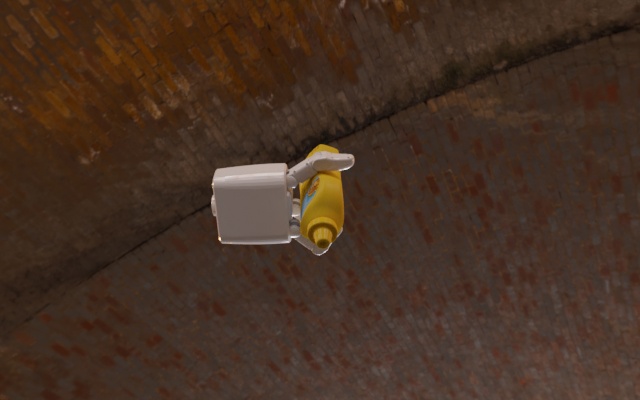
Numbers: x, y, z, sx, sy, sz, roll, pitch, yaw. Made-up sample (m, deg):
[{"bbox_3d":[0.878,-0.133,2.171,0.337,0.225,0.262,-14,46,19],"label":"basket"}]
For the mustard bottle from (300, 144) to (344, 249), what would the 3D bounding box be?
[{"bbox_3d":[0.000,0.002,0.697,0.058,0.096,0.191,18,32,-13],"label":"mustard bottle"}]
